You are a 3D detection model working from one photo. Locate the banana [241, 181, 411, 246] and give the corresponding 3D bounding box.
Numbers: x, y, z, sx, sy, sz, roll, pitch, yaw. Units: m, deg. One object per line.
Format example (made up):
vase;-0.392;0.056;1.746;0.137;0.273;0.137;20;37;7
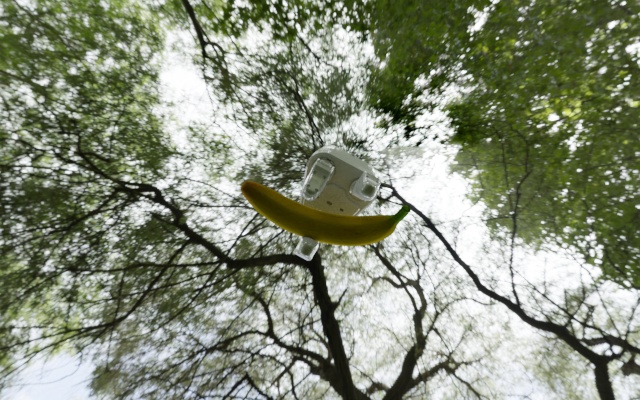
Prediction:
banana;0.002;0.019;0.563;0.198;0.070;0.037;8;26;8
